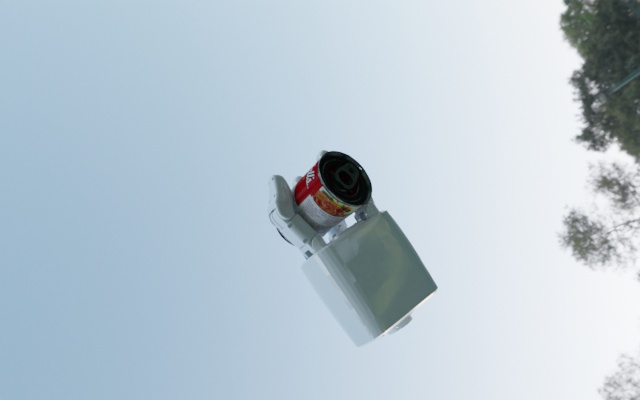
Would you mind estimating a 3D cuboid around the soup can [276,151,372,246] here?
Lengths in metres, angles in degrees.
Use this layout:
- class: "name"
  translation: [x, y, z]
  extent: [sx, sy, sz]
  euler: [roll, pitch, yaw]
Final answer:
- class: "soup can"
  translation: [0.000, 0.002, 0.529]
  extent: [0.068, 0.068, 0.102]
  euler: [0, -30, -38]
